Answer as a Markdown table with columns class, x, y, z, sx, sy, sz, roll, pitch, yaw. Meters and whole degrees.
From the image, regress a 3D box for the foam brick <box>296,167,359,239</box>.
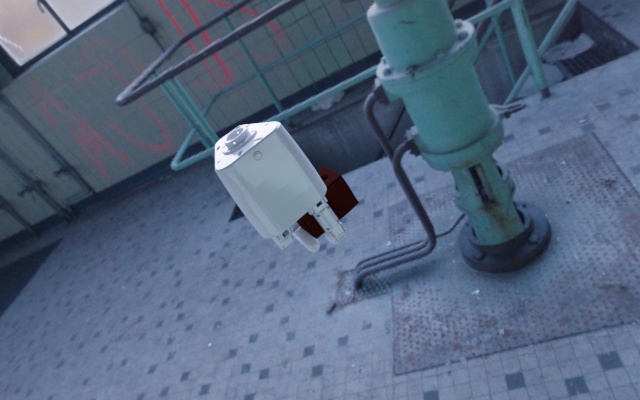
| class | x | y | z | sx | sy | sz | roll | pitch | yaw |
| --- | --- | --- | --- | --- | --- | --- | --- | --- | --- |
| foam brick | 0.000 | 0.002 | 0.632 | 0.078 | 0.051 | 0.053 | -40 | 28 | -11 |
